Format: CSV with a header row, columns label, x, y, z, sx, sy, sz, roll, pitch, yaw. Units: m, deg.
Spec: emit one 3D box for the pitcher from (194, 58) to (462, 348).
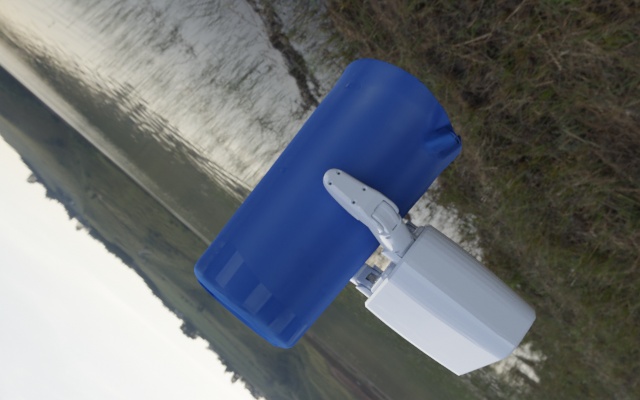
label,x,y,z,sx,sy,sz,roll,pitch,yaw
pitcher,0.000,0.002,0.436,0.145,0.243,0.149,37,-13,10
